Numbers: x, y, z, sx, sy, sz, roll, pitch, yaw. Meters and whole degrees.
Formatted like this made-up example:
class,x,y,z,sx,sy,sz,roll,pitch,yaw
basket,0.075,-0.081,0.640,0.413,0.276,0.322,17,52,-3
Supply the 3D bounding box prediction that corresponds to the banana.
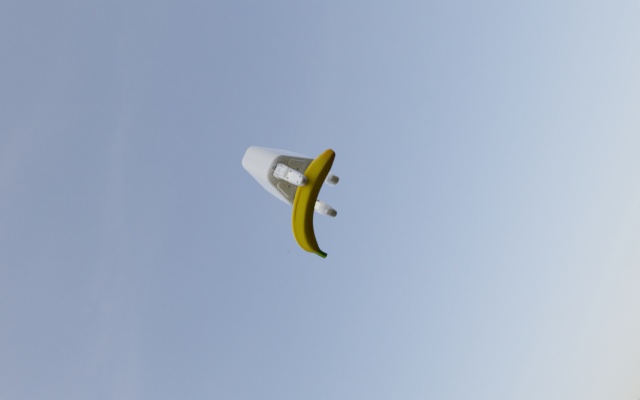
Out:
class,x,y,z,sx,sy,sz,roll,pitch,yaw
banana,-0.016,0.007,0.825,0.069,0.198,0.037,-5,19,-34
